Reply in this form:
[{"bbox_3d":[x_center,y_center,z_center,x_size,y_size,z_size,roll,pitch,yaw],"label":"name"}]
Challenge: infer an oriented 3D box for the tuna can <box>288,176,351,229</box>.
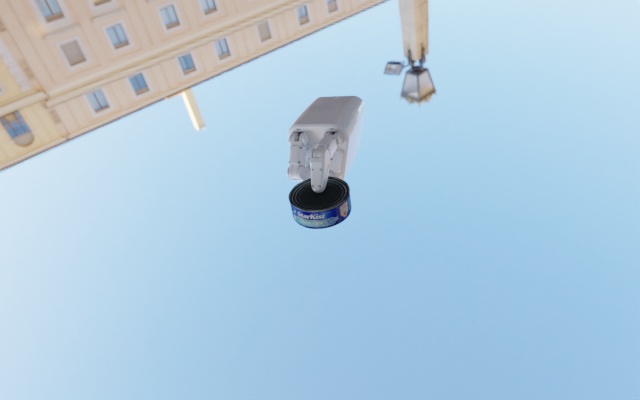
[{"bbox_3d":[0.000,0.003,0.667,0.086,0.034,0.086,-7,34,4],"label":"tuna can"}]
